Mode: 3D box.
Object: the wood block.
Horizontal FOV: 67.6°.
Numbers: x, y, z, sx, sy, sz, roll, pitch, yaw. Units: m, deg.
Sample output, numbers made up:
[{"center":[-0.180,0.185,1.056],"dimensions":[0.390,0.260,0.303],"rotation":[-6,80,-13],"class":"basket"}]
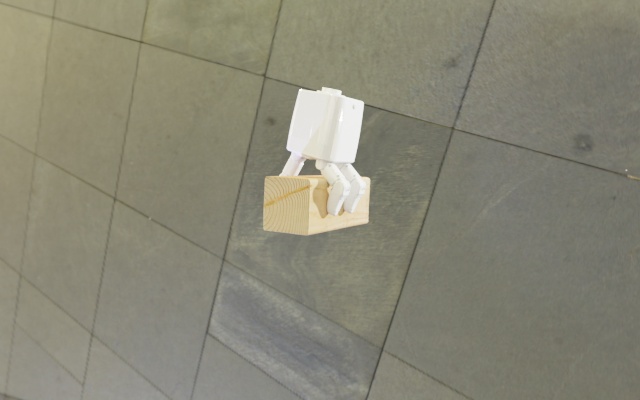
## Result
[{"center":[0.000,0.002,0.838],"dimensions":[0.091,0.090,0.206],"rotation":[5,6,32],"class":"wood block"}]
